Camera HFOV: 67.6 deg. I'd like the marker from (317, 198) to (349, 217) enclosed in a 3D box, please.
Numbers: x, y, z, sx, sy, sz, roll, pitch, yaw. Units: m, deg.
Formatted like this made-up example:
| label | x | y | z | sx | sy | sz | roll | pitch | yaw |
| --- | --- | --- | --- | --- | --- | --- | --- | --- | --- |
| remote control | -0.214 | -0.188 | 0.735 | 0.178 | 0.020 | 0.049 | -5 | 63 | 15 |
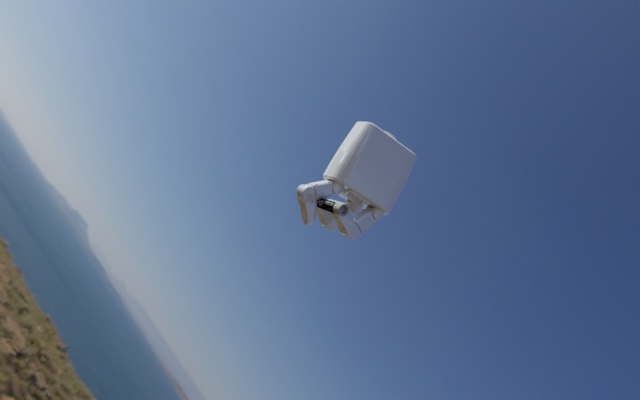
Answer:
| label | x | y | z | sx | sy | sz | roll | pitch | yaw |
| --- | --- | --- | --- | --- | --- | --- | --- | --- | --- |
| marker | 0.000 | 0.002 | 0.716 | 0.020 | 0.020 | 0.121 | 0 | 11 | -34 |
